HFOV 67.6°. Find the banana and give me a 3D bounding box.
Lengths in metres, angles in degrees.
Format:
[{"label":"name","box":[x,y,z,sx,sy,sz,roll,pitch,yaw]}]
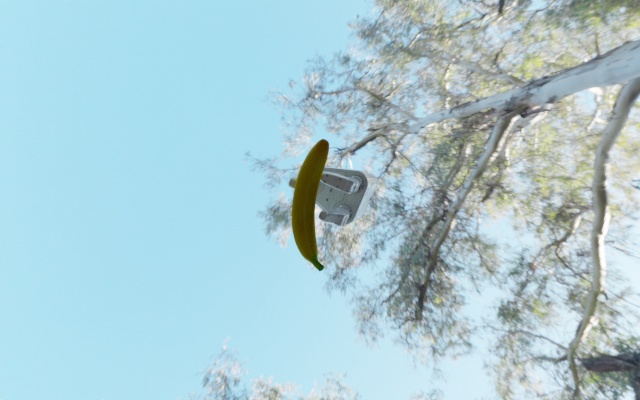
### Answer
[{"label":"banana","box":[-0.015,0.006,0.735,0.069,0.198,0.037,1,0,36]}]
